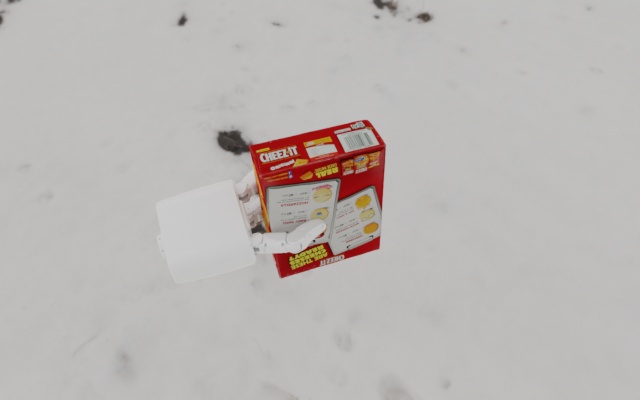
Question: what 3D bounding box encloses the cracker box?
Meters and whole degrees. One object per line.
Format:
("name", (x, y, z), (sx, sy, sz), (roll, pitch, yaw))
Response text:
("cracker box", (0.000, 0.002, 0.670), (0.164, 0.072, 0.214), (-15, -42, -10))
